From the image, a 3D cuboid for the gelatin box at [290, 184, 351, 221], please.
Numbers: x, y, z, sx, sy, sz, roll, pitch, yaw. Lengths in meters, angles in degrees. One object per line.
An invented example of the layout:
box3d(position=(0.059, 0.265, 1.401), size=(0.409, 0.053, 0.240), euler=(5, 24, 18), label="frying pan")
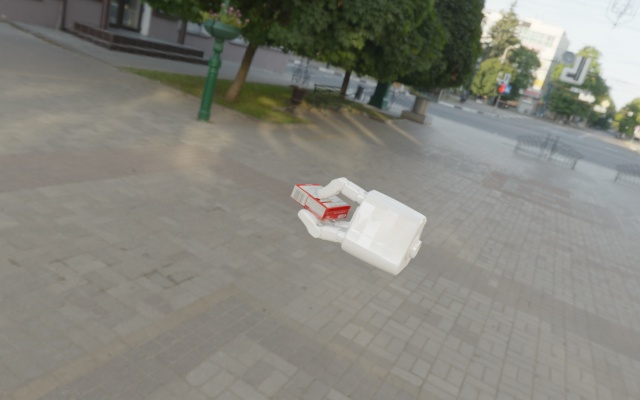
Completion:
box3d(position=(0.000, 0.002, 0.887), size=(0.089, 0.030, 0.073), euler=(37, 23, 30), label="gelatin box")
